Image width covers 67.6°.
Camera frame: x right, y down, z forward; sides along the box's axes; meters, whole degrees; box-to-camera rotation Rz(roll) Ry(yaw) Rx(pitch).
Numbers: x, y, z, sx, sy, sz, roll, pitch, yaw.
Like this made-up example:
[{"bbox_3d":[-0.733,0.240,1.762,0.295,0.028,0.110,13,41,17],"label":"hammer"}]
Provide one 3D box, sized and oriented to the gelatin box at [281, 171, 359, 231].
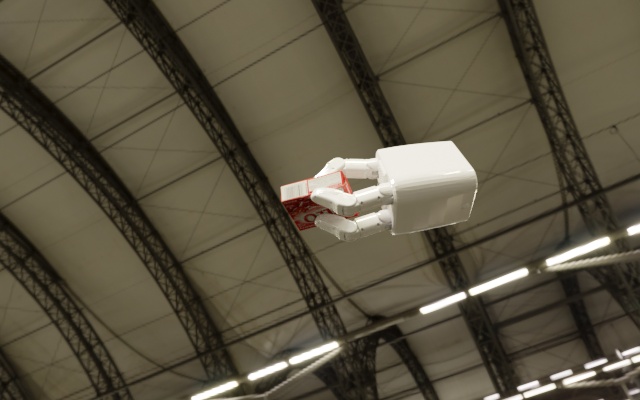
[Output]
[{"bbox_3d":[0.000,0.002,0.644,0.089,0.030,0.073,-14,-39,11],"label":"gelatin box"}]
